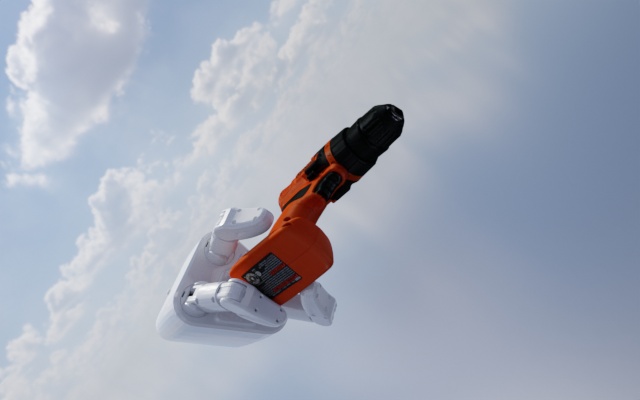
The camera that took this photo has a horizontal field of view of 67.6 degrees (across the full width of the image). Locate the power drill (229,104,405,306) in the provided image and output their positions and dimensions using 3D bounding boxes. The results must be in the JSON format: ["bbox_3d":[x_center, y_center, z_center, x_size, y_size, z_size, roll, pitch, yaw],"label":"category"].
[{"bbox_3d":[0.000,0.002,0.458,0.184,0.057,0.187,-43,11,38],"label":"power drill"}]
